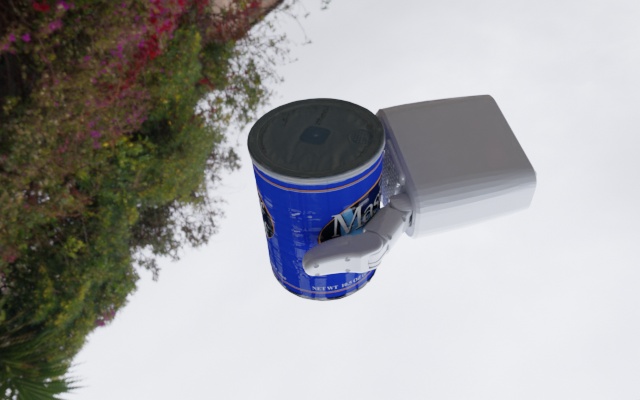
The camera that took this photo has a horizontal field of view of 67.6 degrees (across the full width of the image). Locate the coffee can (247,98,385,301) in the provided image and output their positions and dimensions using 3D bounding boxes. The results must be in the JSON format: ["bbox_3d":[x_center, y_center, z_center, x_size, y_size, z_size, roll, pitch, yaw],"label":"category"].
[{"bbox_3d":[0.000,0.001,0.401,0.103,0.140,0.102,-2,43,2],"label":"coffee can"}]
